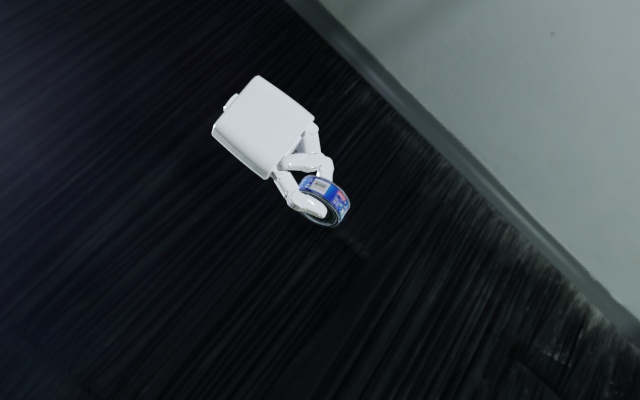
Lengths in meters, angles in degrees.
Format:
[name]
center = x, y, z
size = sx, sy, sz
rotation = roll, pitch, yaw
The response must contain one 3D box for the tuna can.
[tuna can]
center = 0.000, 0.003, 0.738
size = 0.086, 0.033, 0.086
rotation = 24, -30, 15
